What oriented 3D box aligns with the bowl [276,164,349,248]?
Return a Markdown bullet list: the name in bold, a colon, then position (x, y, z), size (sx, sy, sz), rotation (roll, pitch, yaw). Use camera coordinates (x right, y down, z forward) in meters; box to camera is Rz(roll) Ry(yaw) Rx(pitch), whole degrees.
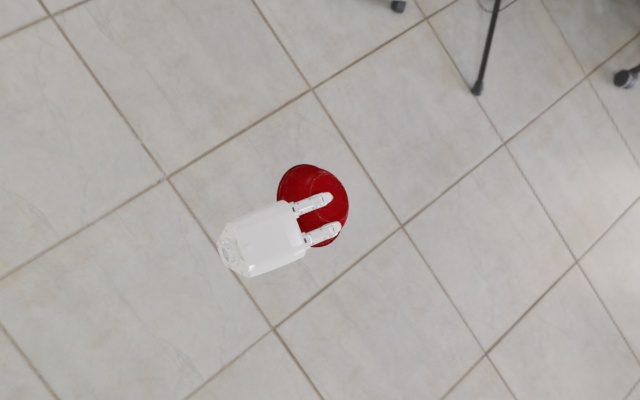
- **bowl**: position (0.001, 0.002, 0.879), size (0.162, 0.162, 0.055), rotation (0, -14, -41)
